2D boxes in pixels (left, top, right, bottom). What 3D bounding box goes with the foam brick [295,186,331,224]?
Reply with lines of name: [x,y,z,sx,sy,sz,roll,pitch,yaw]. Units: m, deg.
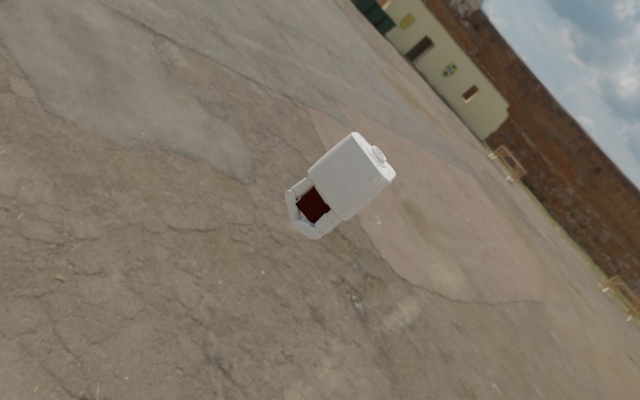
foam brick: [0.000,0.003,0.862,0.051,0.053,0.078,-41,-2,20]
